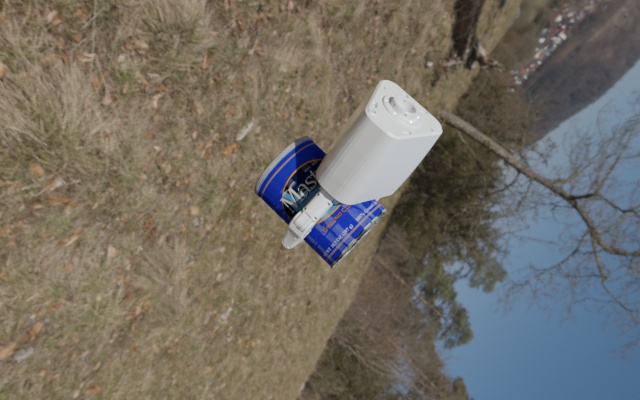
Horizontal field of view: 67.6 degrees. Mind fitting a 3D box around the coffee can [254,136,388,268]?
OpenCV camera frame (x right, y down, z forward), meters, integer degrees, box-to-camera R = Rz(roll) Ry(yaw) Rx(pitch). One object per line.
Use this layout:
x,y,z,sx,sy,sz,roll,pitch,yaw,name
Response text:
0.000,0.002,0.613,0.140,0.103,0.103,44,8,8,coffee can
